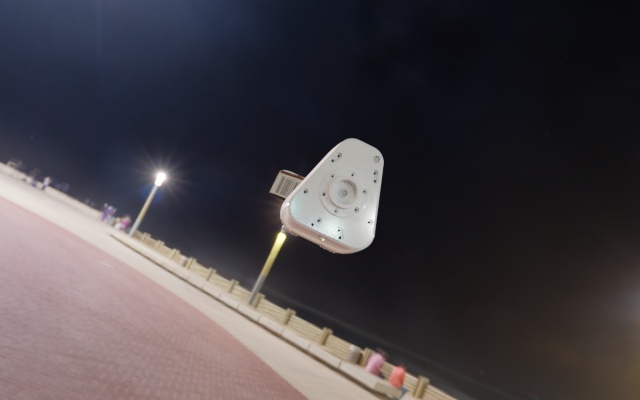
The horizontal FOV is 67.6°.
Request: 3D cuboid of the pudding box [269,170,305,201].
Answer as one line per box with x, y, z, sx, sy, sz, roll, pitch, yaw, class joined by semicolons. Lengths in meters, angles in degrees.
0.000;0.002;0.656;0.113;0.039;0.090;23;-5;24;pudding box
